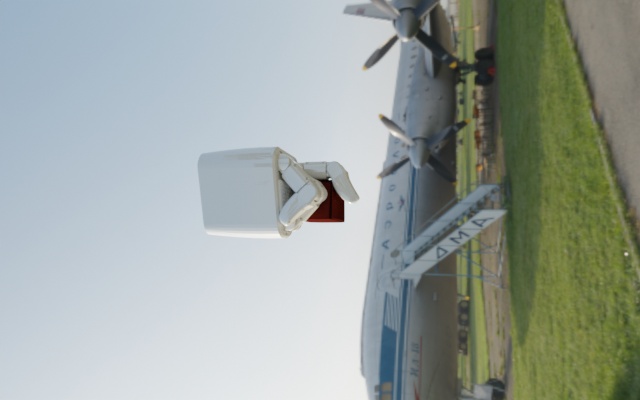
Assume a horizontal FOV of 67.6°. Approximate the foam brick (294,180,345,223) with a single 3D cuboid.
[{"bbox_3d":[0.000,0.002,0.645,0.051,0.053,0.078,-1,-7,15],"label":"foam brick"}]
